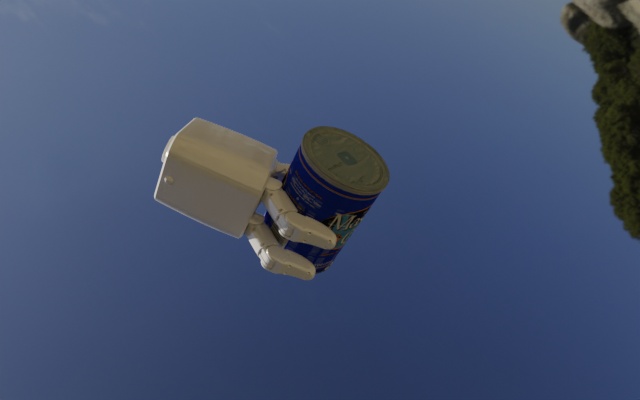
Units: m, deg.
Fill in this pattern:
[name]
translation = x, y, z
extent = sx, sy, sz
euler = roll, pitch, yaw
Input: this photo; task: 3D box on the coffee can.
[coffee can]
translation = 0.000, 0.002, 0.546
extent = 0.103, 0.102, 0.140
euler = 0, -44, -35
